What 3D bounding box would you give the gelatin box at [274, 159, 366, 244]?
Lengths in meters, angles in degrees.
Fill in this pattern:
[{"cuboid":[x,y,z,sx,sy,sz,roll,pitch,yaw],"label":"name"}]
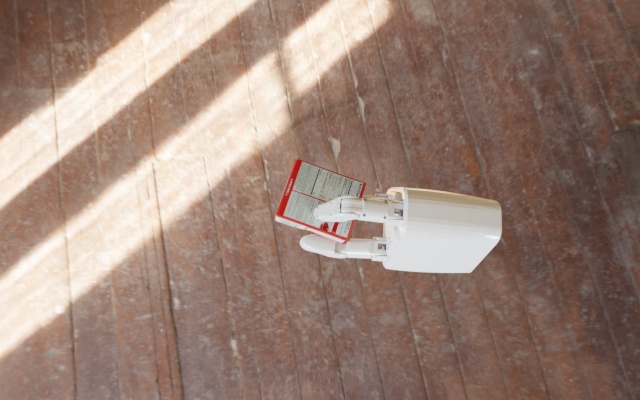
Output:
[{"cuboid":[0.000,0.002,0.553,0.089,0.073,0.030,20,-16,-4],"label":"gelatin box"}]
